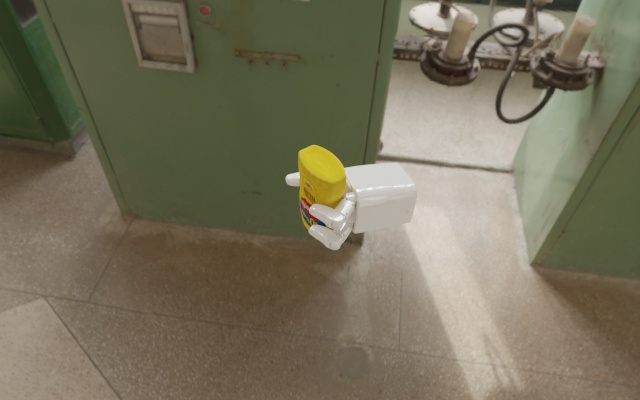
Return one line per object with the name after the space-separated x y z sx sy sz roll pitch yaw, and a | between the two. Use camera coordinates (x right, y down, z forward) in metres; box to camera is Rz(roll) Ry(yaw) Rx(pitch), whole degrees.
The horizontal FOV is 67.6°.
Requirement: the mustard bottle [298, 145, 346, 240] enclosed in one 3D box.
0.000 0.003 0.831 0.058 0.192 0.096 -29 55 -25 | mustard bottle
